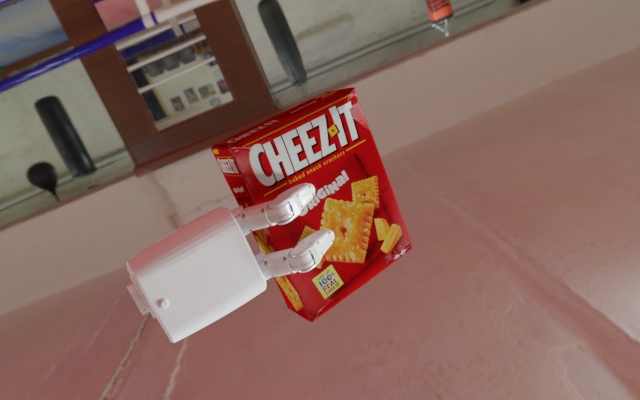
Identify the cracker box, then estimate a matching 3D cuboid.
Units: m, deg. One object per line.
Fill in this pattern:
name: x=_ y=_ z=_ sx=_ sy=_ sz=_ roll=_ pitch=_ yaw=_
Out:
cracker box: x=0.000 y=0.002 z=0.546 sx=0.164 sy=0.214 sz=0.072 roll=-30 pitch=19 yaw=-24
